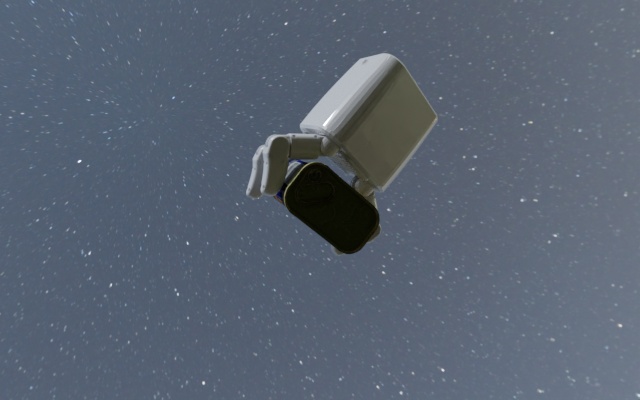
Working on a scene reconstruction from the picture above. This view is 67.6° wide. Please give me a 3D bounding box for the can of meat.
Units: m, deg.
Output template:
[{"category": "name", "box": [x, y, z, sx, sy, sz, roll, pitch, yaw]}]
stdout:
[{"category": "can of meat", "box": [0.000, 0.002, 0.503, 0.102, 0.057, 0.084, 39, -4, -21]}]
